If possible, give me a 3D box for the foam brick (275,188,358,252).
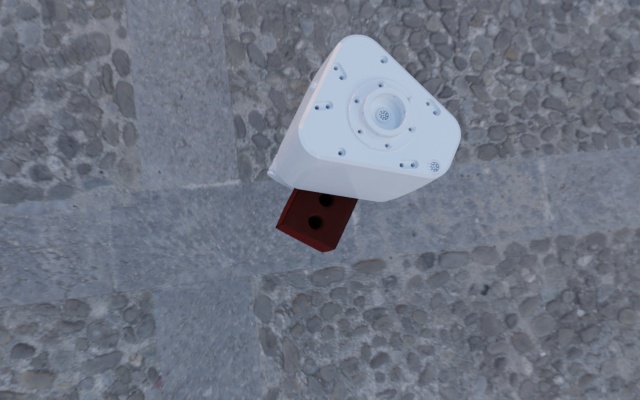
[{"bbox_3d":[0.000,0.002,0.435,0.053,0.078,0.051,26,-11,-8],"label":"foam brick"}]
